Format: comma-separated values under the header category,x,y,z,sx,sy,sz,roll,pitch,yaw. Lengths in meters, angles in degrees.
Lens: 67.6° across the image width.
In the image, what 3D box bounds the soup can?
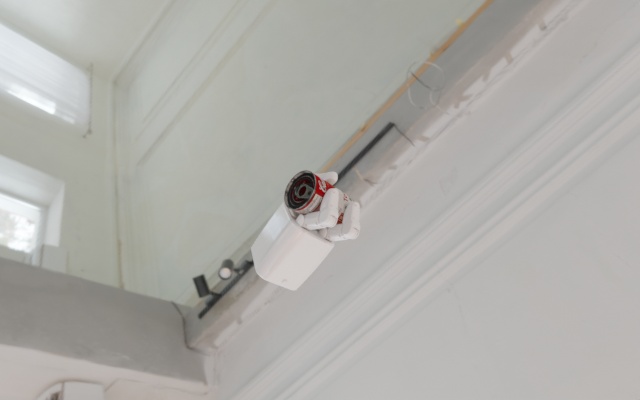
category,x,y,z,sx,sy,sz,roll,pitch,yaw
soup can,0.001,0.002,0.781,0.068,0.068,0.102,0,-23,46
